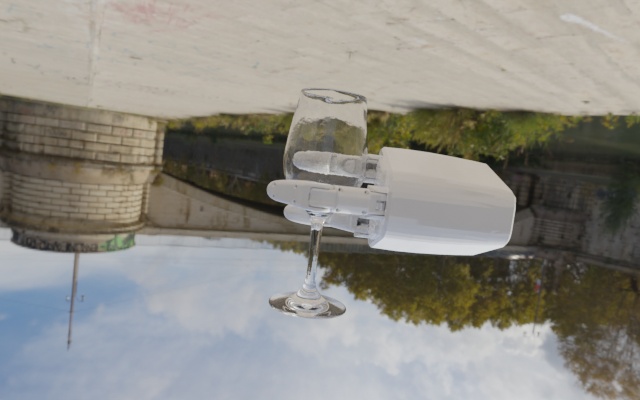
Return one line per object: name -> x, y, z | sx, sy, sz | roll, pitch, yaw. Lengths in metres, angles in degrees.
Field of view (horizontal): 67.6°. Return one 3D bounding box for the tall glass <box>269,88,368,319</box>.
tall glass -> 0.000, 0.002, 0.445 | 0.079, 0.201, 0.079 | 7, 5, -1
